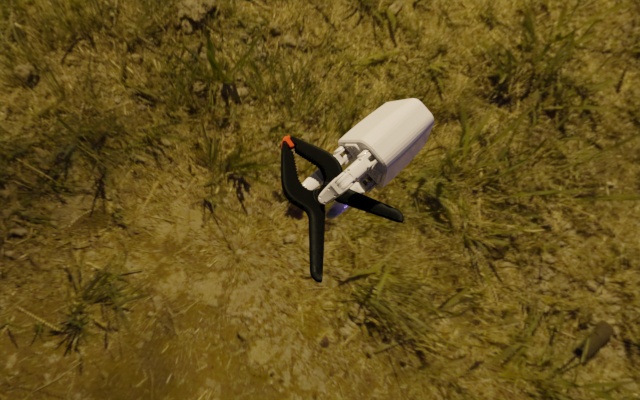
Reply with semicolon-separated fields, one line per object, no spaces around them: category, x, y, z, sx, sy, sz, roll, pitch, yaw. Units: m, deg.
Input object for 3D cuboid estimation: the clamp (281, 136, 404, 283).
clamp;0.000;0.002;0.696;0.164;0.210;0.036;-42;2;-13
